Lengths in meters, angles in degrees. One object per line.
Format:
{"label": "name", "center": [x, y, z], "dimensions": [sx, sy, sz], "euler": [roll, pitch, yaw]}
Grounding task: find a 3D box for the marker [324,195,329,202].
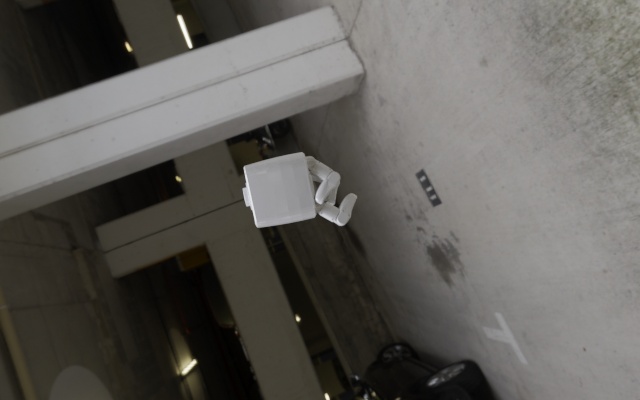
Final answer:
{"label": "marker", "center": [0.000, 0.003, 0.880], "dimensions": [0.020, 0.020, 0.121], "euler": [0, -11, -5]}
